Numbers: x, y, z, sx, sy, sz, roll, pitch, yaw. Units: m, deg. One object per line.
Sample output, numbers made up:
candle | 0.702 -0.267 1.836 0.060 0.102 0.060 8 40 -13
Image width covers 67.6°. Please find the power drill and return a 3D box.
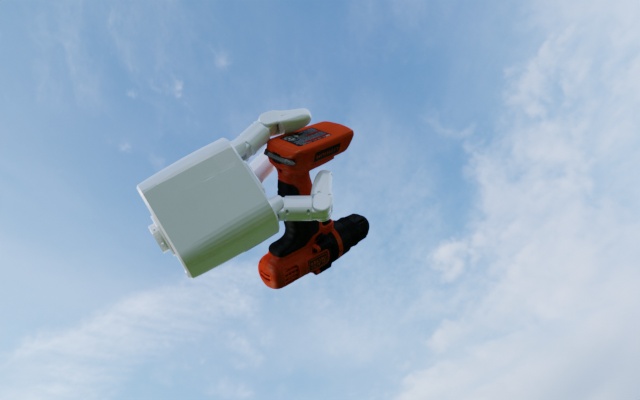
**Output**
power drill | 0.000 0.002 0.594 0.057 0.188 0.184 23 35 38
